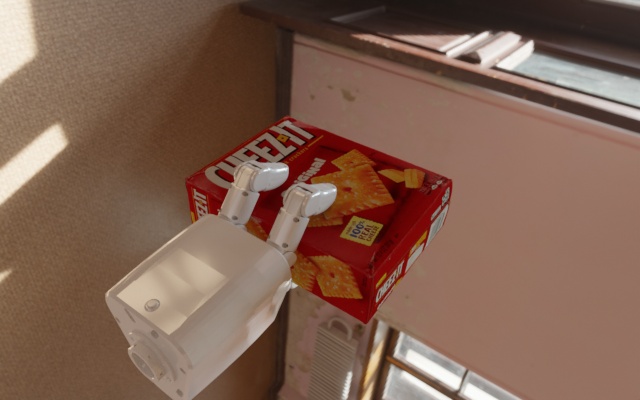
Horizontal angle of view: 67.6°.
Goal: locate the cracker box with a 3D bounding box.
[{"bbox_3d":[0.000,0.002,0.479,0.213,0.072,0.164,25,44,26],"label":"cracker box"}]
